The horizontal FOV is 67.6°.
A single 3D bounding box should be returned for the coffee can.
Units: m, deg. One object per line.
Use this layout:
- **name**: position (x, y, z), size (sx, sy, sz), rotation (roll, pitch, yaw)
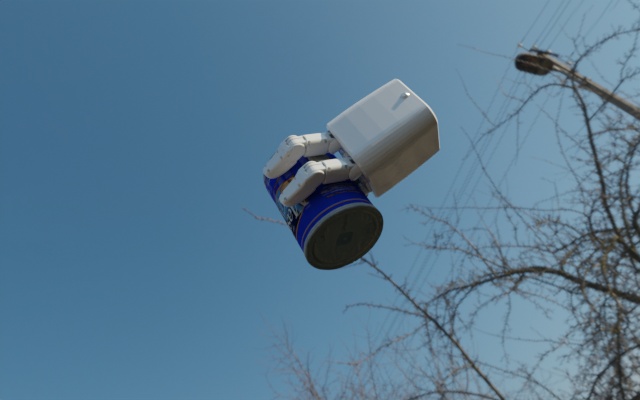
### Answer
- **coffee can**: position (0.000, 0.002, 0.601), size (0.103, 0.103, 0.140), rotation (0, 39, -33)
